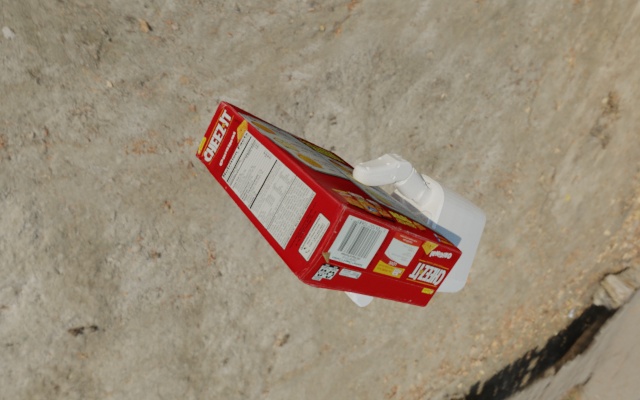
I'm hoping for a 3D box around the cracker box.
[{"bbox_3d":[0.000,0.001,0.444,0.164,0.072,0.213,20,15,-43],"label":"cracker box"}]
